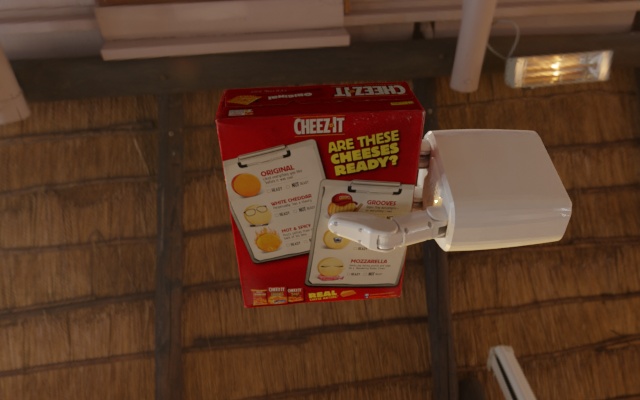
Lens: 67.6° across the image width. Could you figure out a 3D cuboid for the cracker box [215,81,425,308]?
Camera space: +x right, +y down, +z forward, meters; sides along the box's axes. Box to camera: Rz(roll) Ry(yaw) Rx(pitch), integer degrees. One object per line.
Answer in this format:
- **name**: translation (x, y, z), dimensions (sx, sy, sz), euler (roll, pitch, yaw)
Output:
- **cracker box**: translation (0.000, 0.002, 0.452), dimensions (0.164, 0.214, 0.072), euler (-3, 36, -3)
